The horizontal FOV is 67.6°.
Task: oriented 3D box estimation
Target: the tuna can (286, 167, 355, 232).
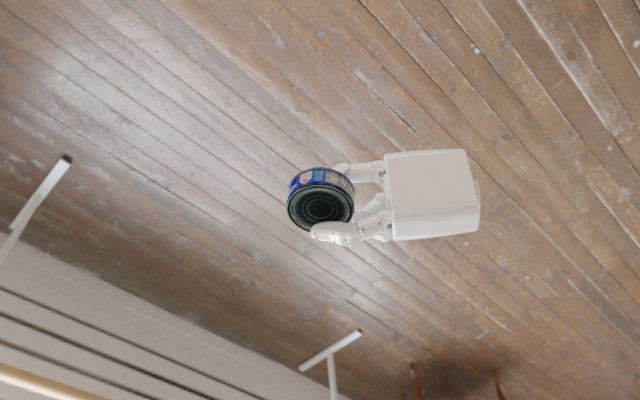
[{"bbox_3d":[0.000,0.002,0.597,0.086,0.086,0.033,0,42,4],"label":"tuna can"}]
